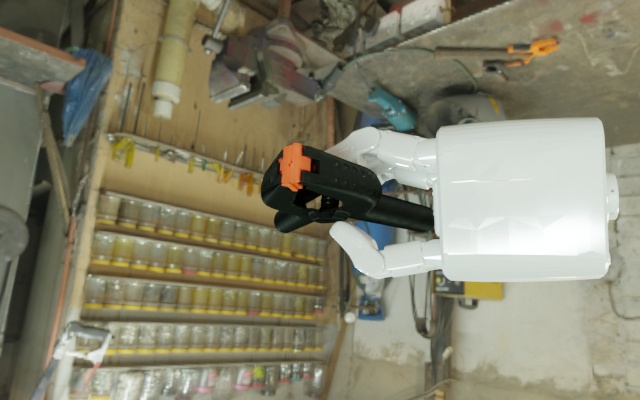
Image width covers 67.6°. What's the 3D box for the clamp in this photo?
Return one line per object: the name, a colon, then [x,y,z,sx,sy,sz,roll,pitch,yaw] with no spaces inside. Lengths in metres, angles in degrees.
clamp: [0.000,0.002,0.407,0.164,0.036,0.210,-4,-15,22]
